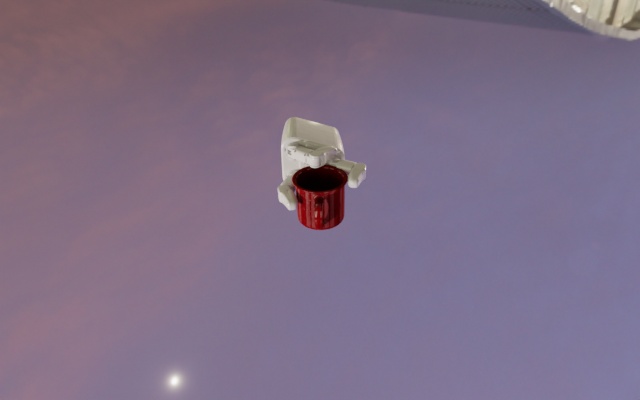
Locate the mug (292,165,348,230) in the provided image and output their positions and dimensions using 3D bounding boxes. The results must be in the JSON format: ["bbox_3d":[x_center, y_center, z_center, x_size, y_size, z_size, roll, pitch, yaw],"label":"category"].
[{"bbox_3d":[0.000,0.004,0.800,0.093,0.082,0.117,-1,33,1],"label":"mug"}]
